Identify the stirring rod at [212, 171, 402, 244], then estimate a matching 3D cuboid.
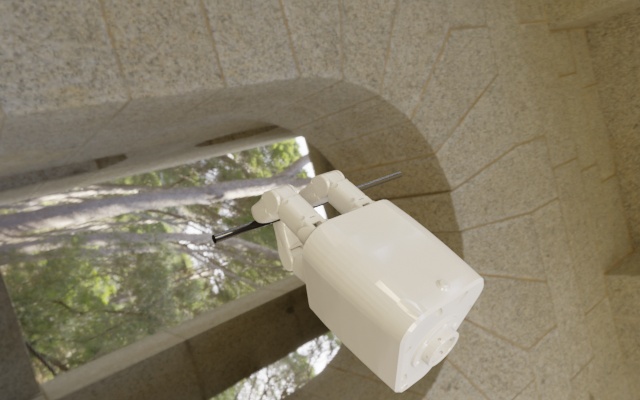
[{"bbox_3d":[0.000,0.002,0.482,0.239,0.011,0.011,-19,11,-36],"label":"stirring rod"}]
